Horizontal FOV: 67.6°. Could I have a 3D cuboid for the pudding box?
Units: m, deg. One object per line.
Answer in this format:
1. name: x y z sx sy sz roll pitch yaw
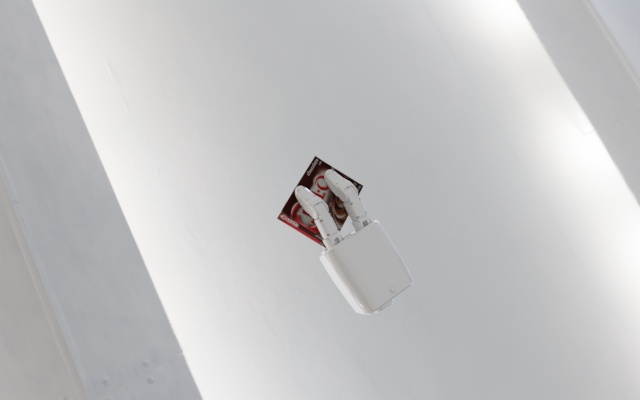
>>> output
1. pudding box: 0.000 0.002 0.724 0.090 0.113 0.039 32 -28 -5
